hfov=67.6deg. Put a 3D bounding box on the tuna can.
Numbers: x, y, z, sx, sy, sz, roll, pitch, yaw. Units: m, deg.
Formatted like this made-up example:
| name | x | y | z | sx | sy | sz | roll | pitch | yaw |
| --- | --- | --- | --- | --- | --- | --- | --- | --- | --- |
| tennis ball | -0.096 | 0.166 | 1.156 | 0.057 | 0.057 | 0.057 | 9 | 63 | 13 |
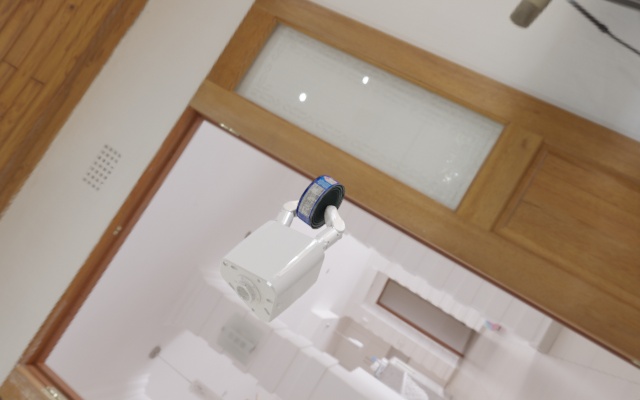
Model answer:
| name | x | y | z | sx | sy | sz | roll | pitch | yaw |
| --- | --- | --- | --- | --- | --- | --- | --- | --- | --- |
| tuna can | 0.000 | 0.002 | 0.769 | 0.033 | 0.086 | 0.086 | 35 | 15 | 23 |
